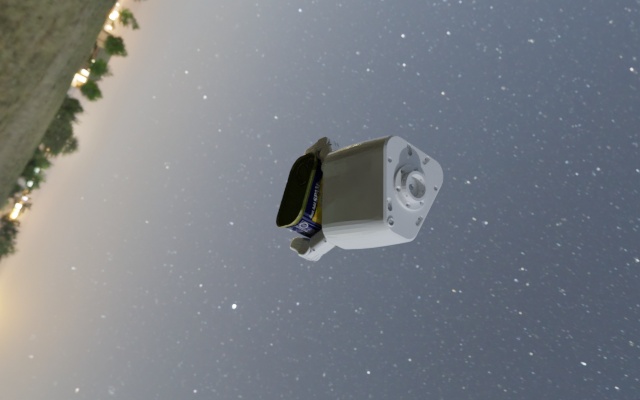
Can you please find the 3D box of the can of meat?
[{"bbox_3d":[0.000,0.002,0.623,0.084,0.102,0.057,27,-25,-29],"label":"can of meat"}]
